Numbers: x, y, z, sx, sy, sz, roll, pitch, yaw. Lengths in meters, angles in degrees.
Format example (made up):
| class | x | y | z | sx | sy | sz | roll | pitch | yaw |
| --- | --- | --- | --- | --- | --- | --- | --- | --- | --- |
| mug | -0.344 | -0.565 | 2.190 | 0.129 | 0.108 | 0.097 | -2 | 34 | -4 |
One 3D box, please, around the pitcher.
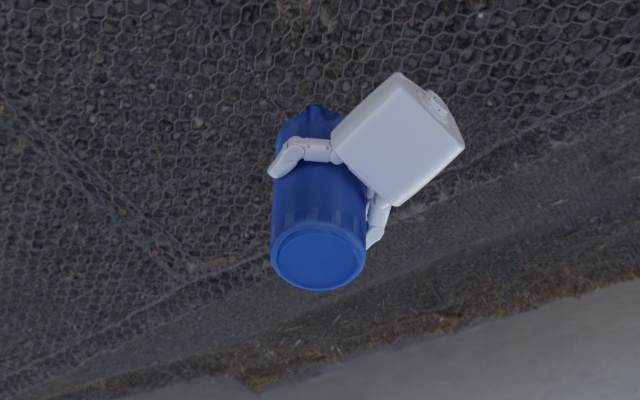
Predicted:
| class | x | y | z | sx | sy | sz | roll | pitch | yaw |
| --- | --- | --- | --- | --- | --- | --- | --- | --- | --- |
| pitcher | 0.000 | 0.002 | 0.625 | 0.149 | 0.242 | 0.145 | 34 | -59 | -23 |
